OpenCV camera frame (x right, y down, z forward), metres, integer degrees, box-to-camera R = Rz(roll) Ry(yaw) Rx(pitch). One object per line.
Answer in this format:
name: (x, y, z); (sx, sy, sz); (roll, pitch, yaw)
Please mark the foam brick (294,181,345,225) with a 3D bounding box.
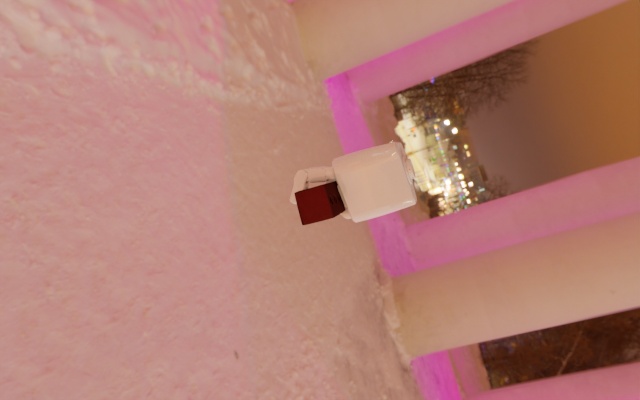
foam brick: (0.000, 0.003, 0.745); (0.051, 0.053, 0.078); (-14, 4, 18)
